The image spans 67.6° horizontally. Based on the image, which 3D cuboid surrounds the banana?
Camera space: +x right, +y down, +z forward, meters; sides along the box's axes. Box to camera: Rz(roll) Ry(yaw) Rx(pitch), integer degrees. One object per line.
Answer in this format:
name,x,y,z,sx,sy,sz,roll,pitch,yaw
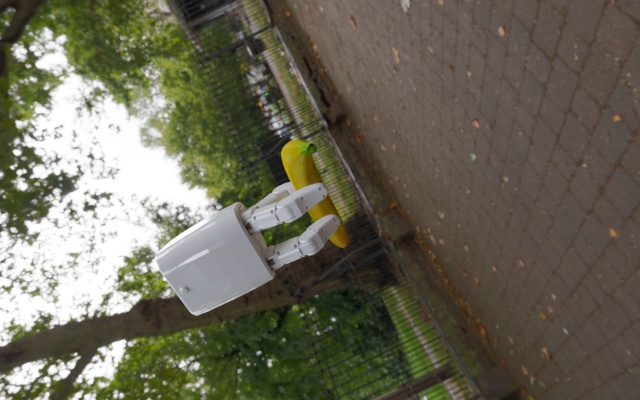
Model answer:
banana,-0.009,-0.012,0.590,0.037,0.069,0.198,-30,-40,-5
